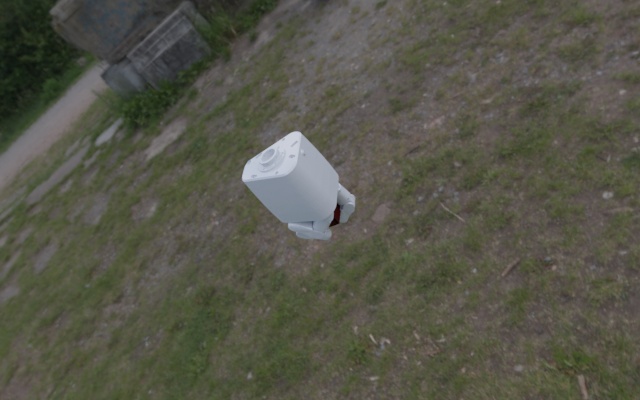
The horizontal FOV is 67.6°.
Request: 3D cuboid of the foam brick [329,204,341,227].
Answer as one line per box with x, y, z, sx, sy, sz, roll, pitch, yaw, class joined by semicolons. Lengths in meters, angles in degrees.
0.000;0.002;0.797;0.053;0.078;0.051;-20;-47;26;foam brick
